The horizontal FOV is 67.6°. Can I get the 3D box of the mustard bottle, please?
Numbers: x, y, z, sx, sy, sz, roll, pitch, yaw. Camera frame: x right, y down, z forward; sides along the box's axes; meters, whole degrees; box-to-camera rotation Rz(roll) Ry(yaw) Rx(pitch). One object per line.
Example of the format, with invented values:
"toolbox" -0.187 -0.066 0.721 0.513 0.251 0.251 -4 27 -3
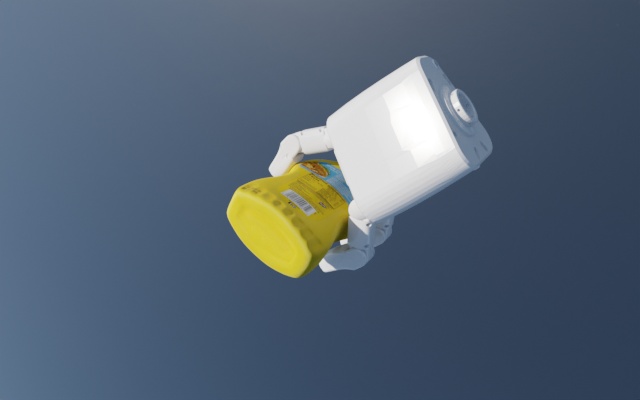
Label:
"mustard bottle" 0.000 0.002 0.490 0.096 0.058 0.191 39 33 14
